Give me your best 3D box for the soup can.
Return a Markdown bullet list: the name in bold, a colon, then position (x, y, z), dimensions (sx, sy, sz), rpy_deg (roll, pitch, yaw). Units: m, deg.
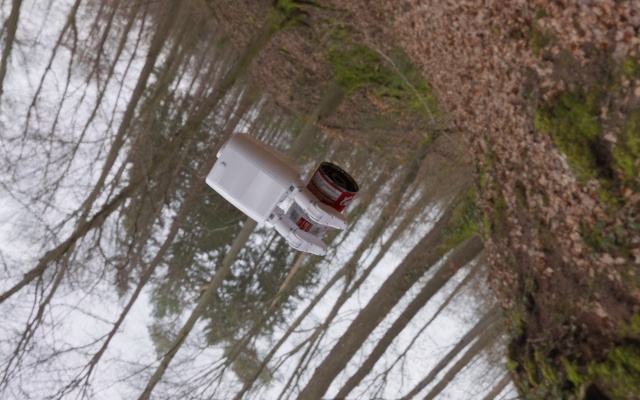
- **soup can**: position (0.000, 0.003, 0.712), dimensions (0.068, 0.102, 0.068), rpy_deg (31, 24, -15)
